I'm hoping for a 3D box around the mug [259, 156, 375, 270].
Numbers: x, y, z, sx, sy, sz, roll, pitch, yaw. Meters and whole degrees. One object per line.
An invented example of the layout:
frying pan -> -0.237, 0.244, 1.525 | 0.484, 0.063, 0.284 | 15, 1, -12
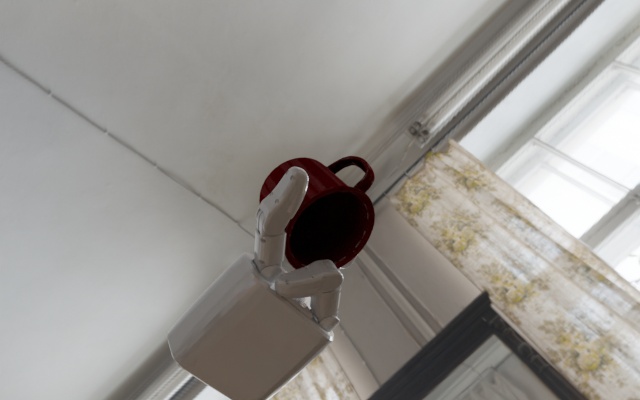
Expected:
mug -> 0.001, 0.000, 0.459 | 0.093, 0.117, 0.081 | 44, 1, -41
